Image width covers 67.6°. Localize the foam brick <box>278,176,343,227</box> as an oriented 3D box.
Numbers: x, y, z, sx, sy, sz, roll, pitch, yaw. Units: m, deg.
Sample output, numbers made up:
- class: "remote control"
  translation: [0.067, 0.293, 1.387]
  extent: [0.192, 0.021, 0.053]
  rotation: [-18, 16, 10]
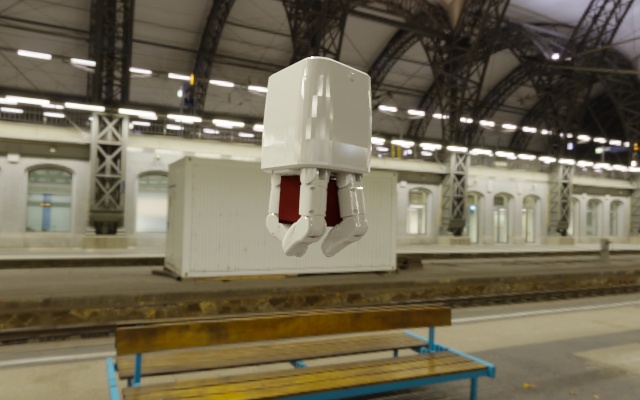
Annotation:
- class: "foam brick"
  translation: [0.000, 0.002, 0.520]
  extent: [0.053, 0.051, 0.078]
  rotation: [3, -1, 41]
